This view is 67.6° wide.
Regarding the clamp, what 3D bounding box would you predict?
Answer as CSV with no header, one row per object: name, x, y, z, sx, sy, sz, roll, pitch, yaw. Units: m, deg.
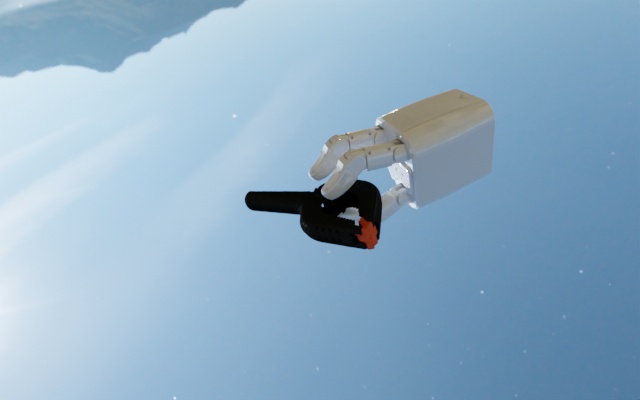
clamp,0.001,0.003,0.552,0.164,0.036,0.210,-26,30,-5
